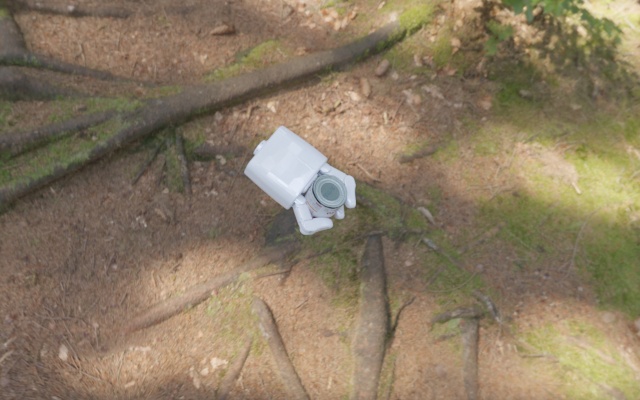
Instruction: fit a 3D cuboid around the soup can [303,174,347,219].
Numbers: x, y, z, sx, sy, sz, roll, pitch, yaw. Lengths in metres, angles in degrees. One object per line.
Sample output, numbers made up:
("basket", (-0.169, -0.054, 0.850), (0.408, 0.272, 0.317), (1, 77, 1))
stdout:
("soup can", (0.001, 0.003, 0.876), (0.068, 0.068, 0.102), (0, -24, -22))
